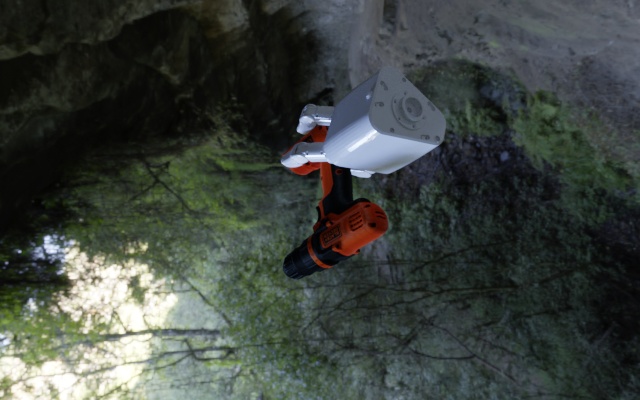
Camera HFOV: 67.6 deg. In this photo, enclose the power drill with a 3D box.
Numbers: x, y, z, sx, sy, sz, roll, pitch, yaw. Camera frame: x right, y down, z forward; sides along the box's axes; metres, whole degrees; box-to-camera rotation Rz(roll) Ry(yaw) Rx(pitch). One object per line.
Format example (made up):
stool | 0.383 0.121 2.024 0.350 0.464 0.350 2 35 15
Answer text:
power drill | 0.000 0.002 0.675 0.184 0.187 0.057 -33 -31 34
